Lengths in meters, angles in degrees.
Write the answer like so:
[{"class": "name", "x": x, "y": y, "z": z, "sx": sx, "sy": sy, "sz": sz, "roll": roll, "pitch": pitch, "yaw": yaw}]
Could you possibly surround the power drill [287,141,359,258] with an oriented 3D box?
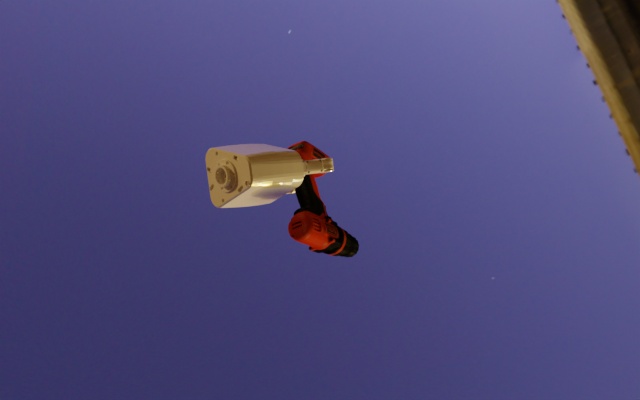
[{"class": "power drill", "x": 0.000, "y": 0.002, "z": 0.827, "sx": 0.057, "sy": 0.187, "sz": 0.184, "roll": -25, "pitch": -28, "yaw": 22}]
